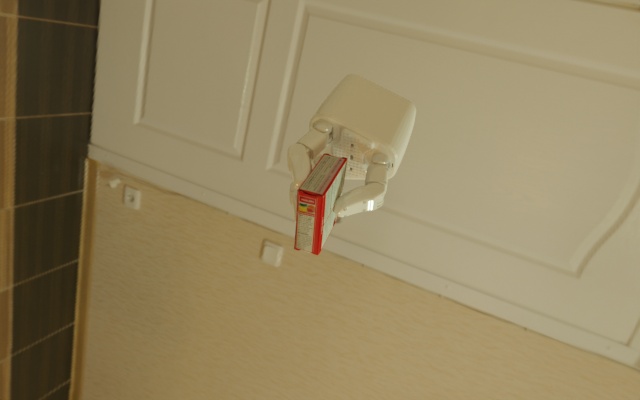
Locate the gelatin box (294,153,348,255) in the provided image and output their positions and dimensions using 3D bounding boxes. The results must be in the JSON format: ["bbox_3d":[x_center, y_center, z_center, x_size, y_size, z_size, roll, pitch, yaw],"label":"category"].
[{"bbox_3d":[0.000,0.002,0.503,0.030,0.073,0.089,13,34,12],"label":"gelatin box"}]
